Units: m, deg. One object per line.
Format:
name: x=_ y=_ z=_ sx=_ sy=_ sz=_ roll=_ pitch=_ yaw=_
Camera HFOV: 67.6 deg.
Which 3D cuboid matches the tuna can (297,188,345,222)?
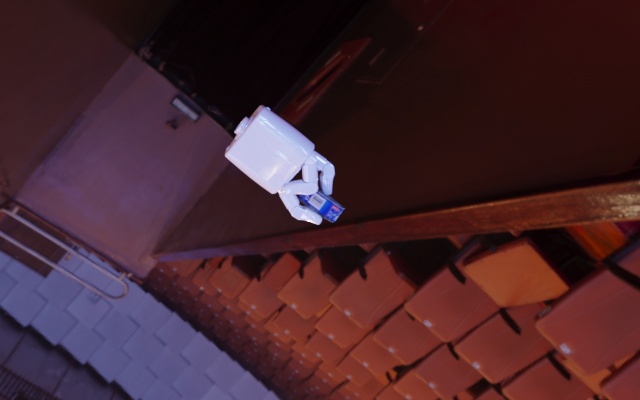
tuna can: x=0.000 y=0.003 z=0.867 sx=0.086 sy=0.034 sz=0.086 roll=35 pitch=3 yaw=-3
